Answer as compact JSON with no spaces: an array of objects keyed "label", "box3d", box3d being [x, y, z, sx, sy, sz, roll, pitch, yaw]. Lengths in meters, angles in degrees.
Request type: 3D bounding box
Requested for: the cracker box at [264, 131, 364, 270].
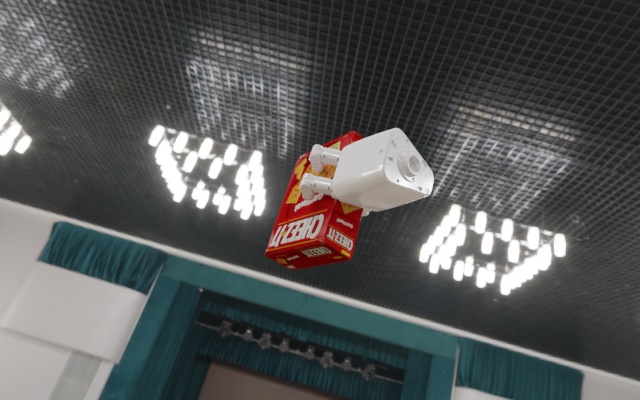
[{"label":"cracker box","box3d":[0.000,0.003,0.825,0.072,0.213,0.164,33,-31,-28]}]
